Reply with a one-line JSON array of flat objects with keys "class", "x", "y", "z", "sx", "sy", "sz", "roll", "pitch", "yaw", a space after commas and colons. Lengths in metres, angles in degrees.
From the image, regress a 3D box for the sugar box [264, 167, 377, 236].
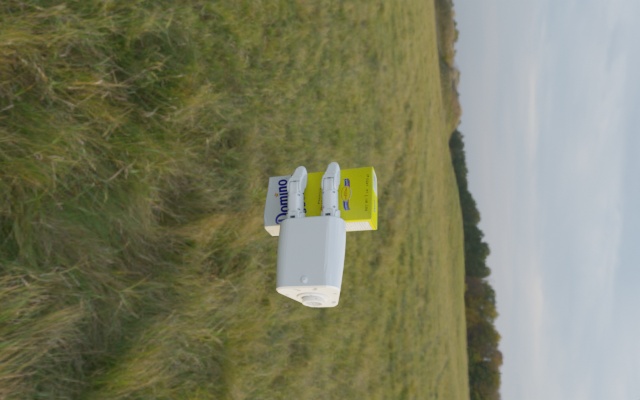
[{"class": "sugar box", "x": 0.000, "y": 0.002, "z": 0.754, "sx": 0.176, "sy": 0.093, "sz": 0.048, "roll": -4, "pitch": -28, "yaw": 16}]
